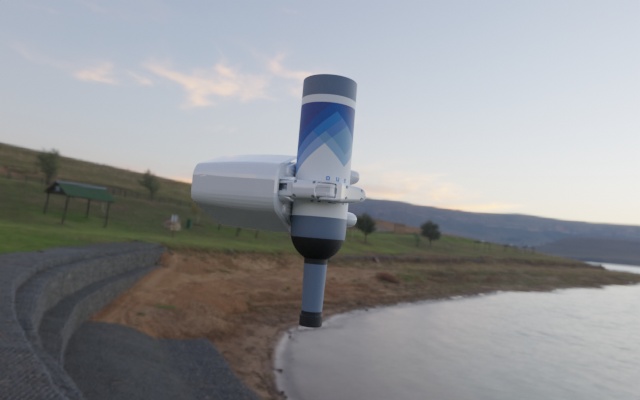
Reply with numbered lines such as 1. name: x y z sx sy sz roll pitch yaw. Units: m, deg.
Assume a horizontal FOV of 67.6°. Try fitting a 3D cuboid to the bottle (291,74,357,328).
1. bottle: 0.000 0.002 0.576 0.069 0.295 0.069 5 -4 0
